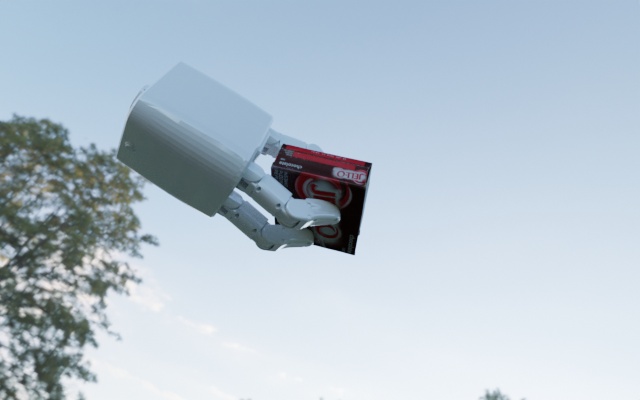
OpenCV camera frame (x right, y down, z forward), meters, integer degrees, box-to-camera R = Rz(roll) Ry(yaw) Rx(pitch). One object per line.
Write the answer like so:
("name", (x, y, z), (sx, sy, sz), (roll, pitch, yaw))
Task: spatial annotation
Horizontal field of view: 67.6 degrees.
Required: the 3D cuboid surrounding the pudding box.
("pudding box", (0.000, 0.001, 0.479), (0.090, 0.039, 0.114), (14, -37, 9))
